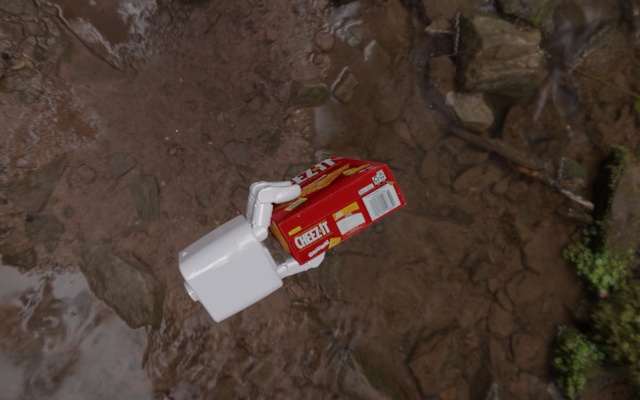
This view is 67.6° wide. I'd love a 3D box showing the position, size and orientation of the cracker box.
[{"bbox_3d":[0.000,0.002,0.698,0.164,0.072,0.213,-30,15,-11],"label":"cracker box"}]
